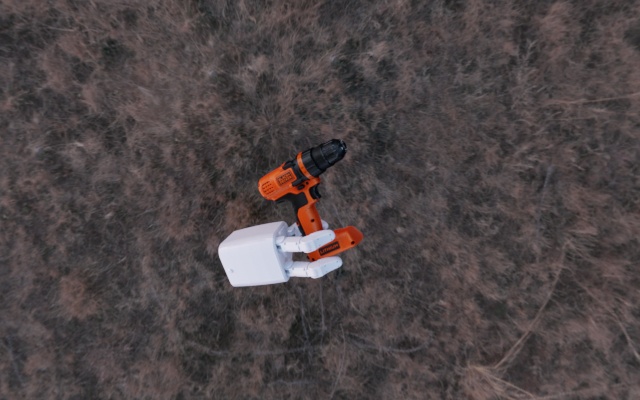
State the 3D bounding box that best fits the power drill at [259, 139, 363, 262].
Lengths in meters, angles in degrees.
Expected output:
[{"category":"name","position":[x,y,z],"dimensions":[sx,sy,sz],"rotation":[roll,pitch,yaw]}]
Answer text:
[{"category":"power drill","position":[0.000,0.003,0.848],"dimensions":[0.184,0.187,0.057],"rotation":[-27,2,28]}]
